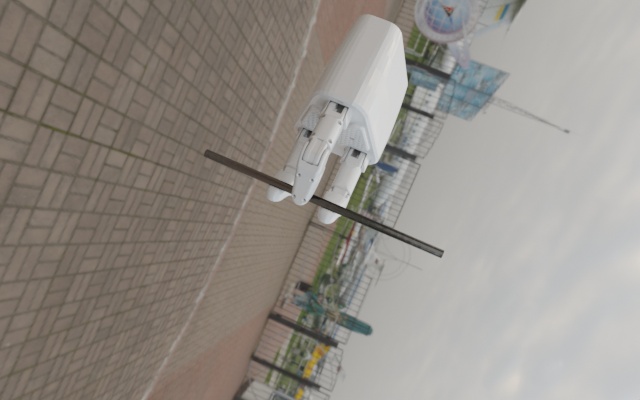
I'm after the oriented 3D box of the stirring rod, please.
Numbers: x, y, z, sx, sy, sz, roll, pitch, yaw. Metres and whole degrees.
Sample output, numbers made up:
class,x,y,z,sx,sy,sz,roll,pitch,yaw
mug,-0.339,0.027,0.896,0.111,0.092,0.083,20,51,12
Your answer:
class,x,y,z,sx,sy,sz,roll,pitch,yaw
stirring rod,0.000,0.001,0.444,0.239,0.011,0.011,23,3,7
